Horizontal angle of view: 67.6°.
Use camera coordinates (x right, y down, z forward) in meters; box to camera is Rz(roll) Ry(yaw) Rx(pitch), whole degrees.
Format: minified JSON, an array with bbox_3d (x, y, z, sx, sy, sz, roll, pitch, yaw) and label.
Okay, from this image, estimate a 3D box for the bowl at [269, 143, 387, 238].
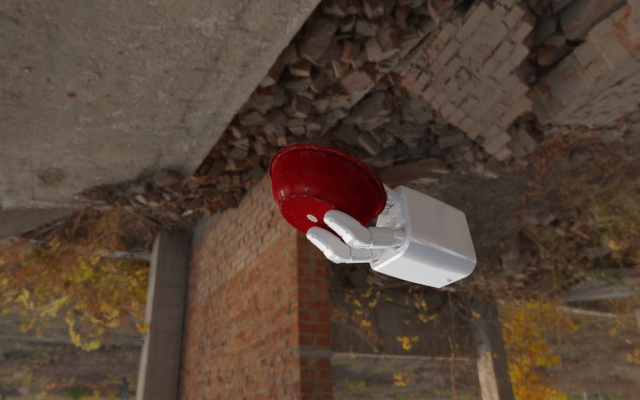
[{"bbox_3d":[-0.001,0.002,0.612,0.162,0.055,0.162,15,-34,11],"label":"bowl"}]
